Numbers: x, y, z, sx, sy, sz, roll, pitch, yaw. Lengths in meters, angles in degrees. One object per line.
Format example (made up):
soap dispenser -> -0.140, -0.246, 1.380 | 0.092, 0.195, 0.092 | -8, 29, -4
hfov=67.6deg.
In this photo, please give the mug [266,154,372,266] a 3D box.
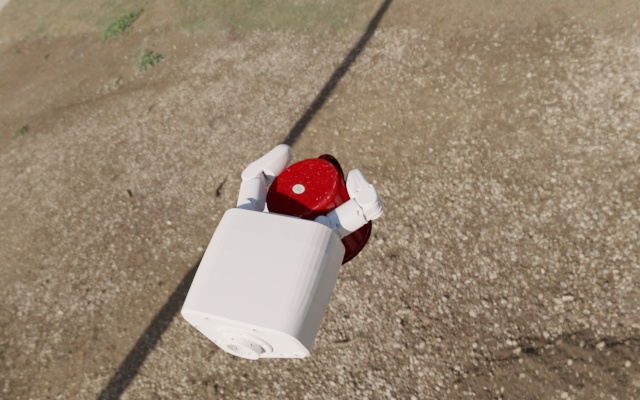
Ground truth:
mug -> 0.001, 0.000, 0.499 | 0.093, 0.117, 0.081 | 0, -38, 30
